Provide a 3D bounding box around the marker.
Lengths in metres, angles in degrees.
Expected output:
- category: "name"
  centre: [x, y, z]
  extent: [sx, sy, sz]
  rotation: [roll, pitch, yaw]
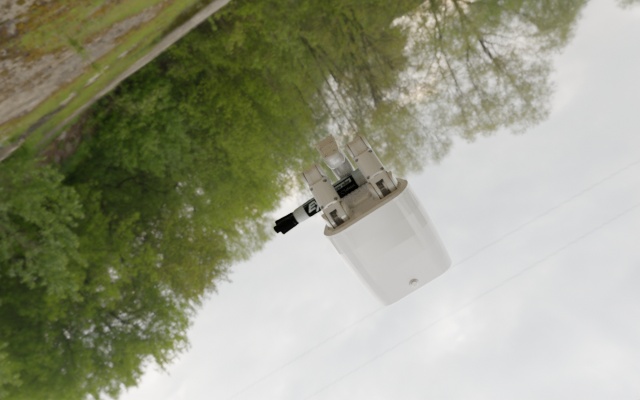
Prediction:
- category: "marker"
  centre: [0.000, 0.002, 0.525]
  extent: [0.121, 0.020, 0.020]
  rotation: [-32, -5, 8]
